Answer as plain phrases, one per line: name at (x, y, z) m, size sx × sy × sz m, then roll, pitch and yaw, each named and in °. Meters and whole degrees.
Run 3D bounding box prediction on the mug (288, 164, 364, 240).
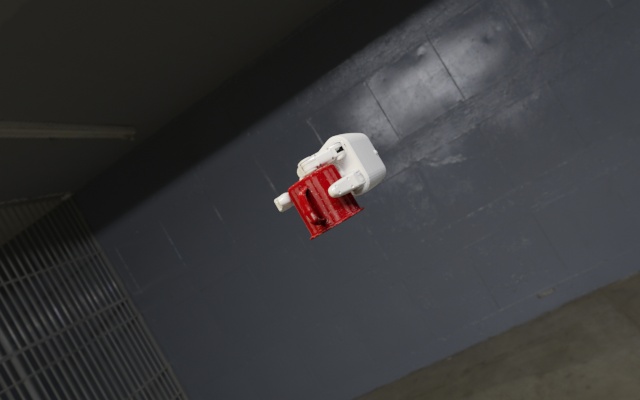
mug at (-0.001, 0.002, 0.693) m, size 0.093 × 0.081 × 0.117 m, roll -31°, pitch -2°, yaw 26°
